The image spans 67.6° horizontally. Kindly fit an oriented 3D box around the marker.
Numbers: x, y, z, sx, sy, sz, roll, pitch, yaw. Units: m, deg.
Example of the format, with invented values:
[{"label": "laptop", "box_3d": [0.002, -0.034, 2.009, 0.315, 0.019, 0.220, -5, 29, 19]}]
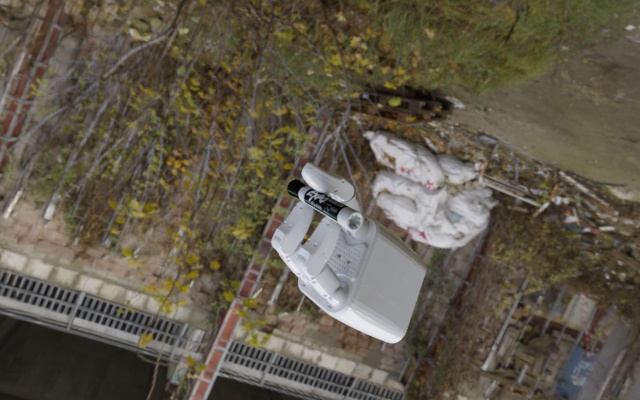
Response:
[{"label": "marker", "box_3d": [0.000, 0.002, 0.473, 0.020, 0.020, 0.121, 0, 16, -32]}]
